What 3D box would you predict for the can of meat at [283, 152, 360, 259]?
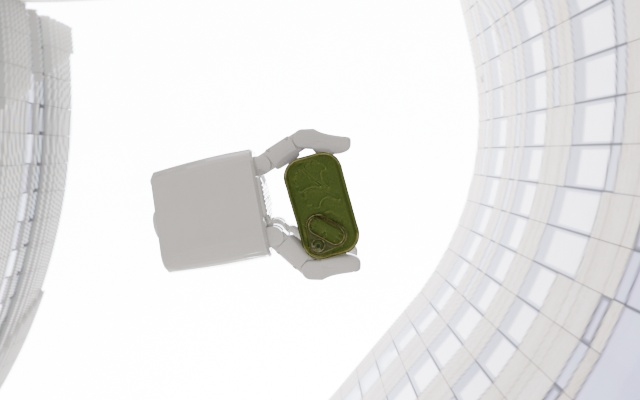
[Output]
[{"bbox_3d":[0.000,0.001,0.500,0.057,0.102,0.084,-16,6,0],"label":"can of meat"}]
